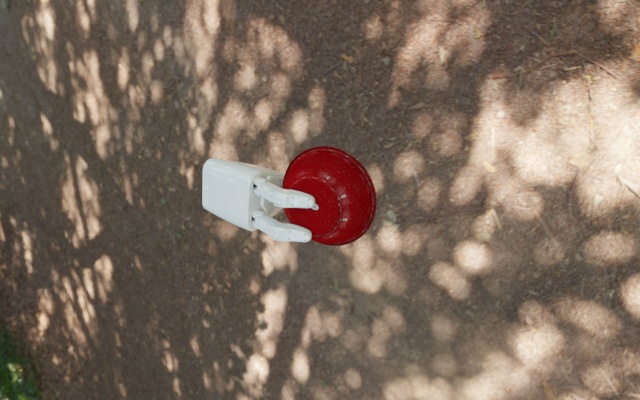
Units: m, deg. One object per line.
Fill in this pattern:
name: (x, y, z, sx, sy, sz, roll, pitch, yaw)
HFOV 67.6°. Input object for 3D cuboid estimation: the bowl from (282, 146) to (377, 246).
bowl: (0.001, 0.002, 0.719, 0.162, 0.162, 0.055, 0, 17, 27)
